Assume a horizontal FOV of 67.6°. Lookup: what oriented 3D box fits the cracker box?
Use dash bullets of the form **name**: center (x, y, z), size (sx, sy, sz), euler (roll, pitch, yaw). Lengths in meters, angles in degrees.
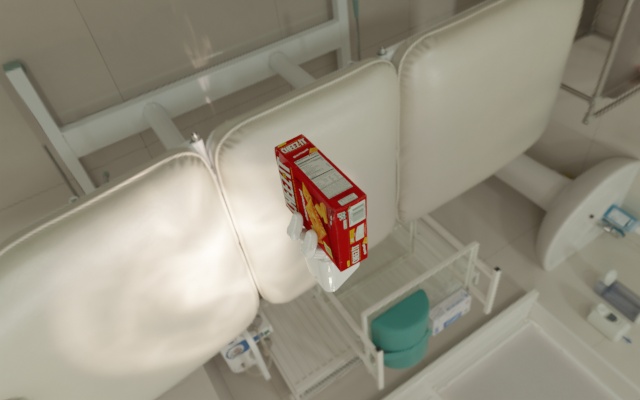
- **cracker box**: center (0.000, 0.003, 0.886), size (0.072, 0.164, 0.213), euler (-27, 48, -19)
